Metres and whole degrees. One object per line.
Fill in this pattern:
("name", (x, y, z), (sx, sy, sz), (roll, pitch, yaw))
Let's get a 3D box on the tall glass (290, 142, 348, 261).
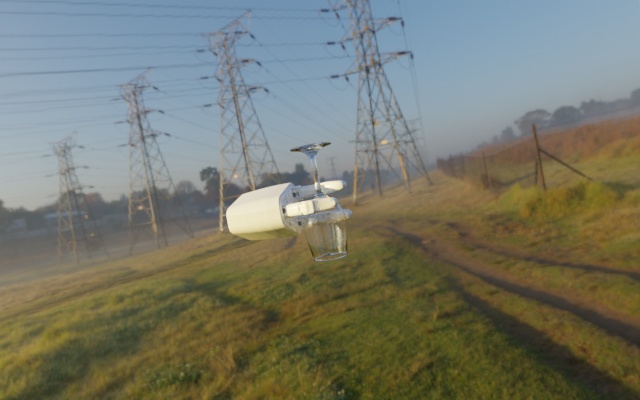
("tall glass", (0.000, 0.002, 0.841), (0.079, 0.201, 0.079), (-11, 1, 0))
